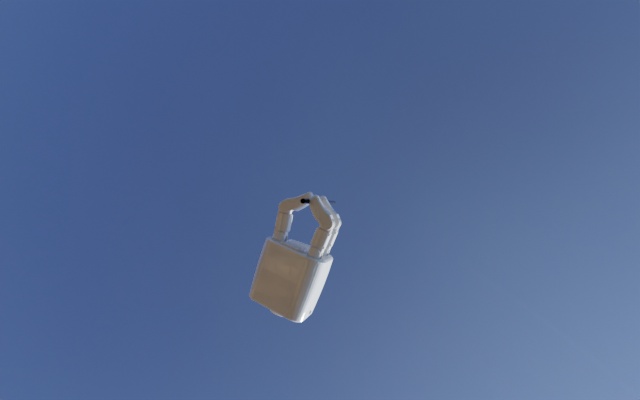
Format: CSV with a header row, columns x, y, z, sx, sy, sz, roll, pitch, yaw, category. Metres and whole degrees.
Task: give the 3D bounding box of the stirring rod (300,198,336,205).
x,y,z,sx,sy,sz,roll,pitch,yaw,category
0.000,0.003,0.836,0.011,0.011,0.239,0,-1,13,stirring rod
